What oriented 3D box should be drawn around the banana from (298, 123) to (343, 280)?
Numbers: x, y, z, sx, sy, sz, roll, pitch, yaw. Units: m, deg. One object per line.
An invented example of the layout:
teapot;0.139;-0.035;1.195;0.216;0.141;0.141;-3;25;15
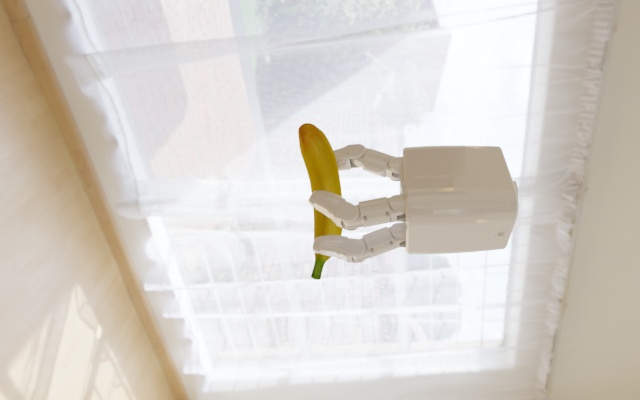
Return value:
banana;0.004;-0.005;0.542;0.037;0.198;0.069;1;31;11
